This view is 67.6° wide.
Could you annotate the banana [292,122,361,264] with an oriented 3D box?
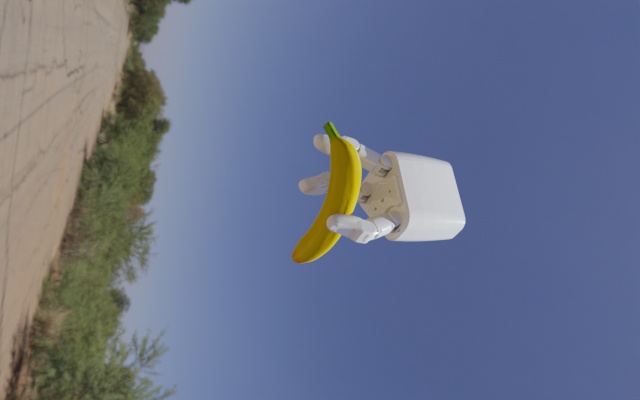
[{"bbox_3d":[0.011,0.007,0.595,0.037,0.198,0.069,-1,28,-37],"label":"banana"}]
